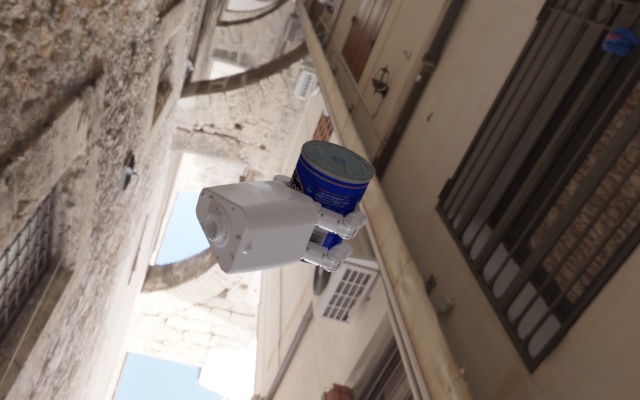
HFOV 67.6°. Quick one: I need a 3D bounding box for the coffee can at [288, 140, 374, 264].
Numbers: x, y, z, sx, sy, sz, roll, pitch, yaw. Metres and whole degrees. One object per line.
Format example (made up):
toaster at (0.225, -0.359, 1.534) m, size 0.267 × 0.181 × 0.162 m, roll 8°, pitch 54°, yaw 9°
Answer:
coffee can at (0.000, 0.002, 0.662) m, size 0.103 × 0.140 × 0.102 m, roll 18°, pitch 27°, yaw -10°
